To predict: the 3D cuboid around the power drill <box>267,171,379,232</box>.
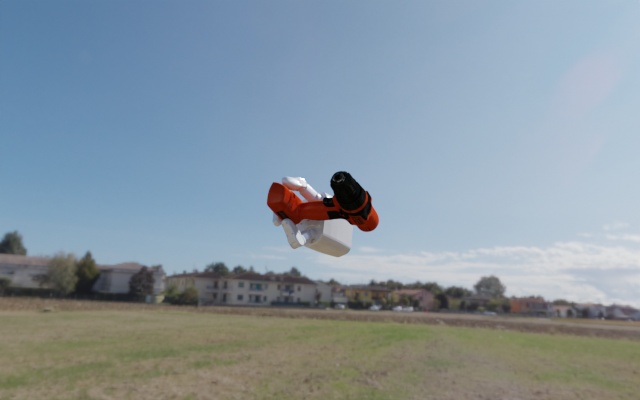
[{"bbox_3d":[0.000,0.003,0.873,0.187,0.057,0.184,3,-27,26],"label":"power drill"}]
